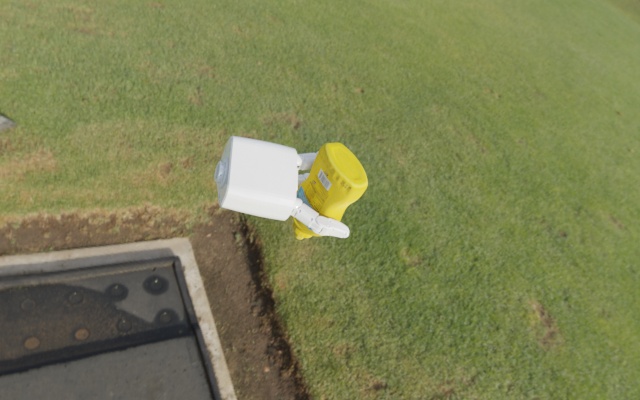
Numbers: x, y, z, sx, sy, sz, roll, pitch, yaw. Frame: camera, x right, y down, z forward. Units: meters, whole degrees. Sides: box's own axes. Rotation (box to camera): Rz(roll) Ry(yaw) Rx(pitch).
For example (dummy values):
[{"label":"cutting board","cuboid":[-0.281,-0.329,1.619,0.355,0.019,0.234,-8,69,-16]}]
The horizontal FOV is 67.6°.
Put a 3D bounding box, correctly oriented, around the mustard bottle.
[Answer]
[{"label":"mustard bottle","cuboid":[0.001,0.002,0.783,0.058,0.096,0.192,-12,-32,-39]}]
